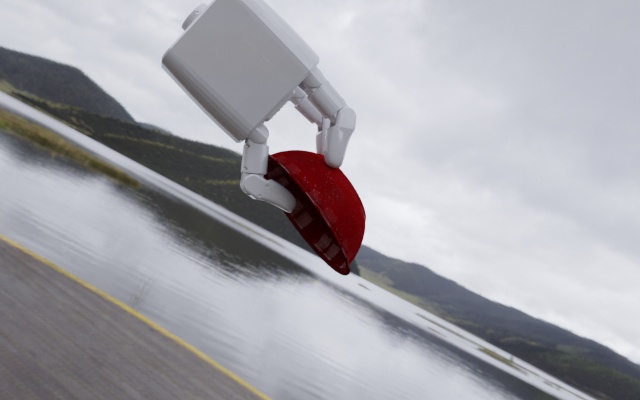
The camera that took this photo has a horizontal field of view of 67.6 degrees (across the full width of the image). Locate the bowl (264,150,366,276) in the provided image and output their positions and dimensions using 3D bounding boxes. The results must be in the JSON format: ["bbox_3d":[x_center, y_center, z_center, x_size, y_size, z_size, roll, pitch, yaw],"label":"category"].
[{"bbox_3d":[0.001,0.003,0.521,0.055,0.162,0.162,-35,9,-14],"label":"bowl"}]
